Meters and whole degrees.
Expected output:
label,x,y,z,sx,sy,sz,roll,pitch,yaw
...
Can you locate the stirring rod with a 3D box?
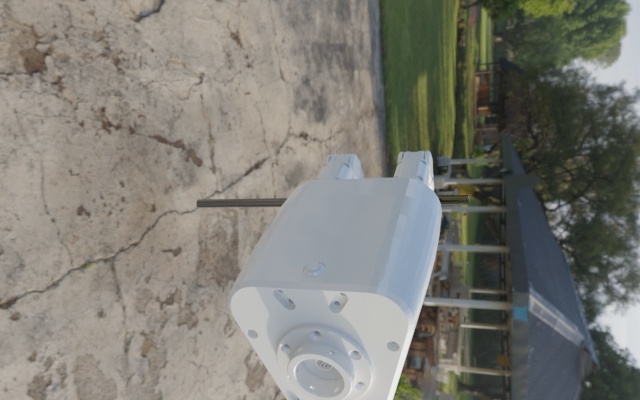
label,x,y,z,sx,sy,sz,roll,pitch,yaw
stirring rod,0.000,0.001,0.406,0.239,0.011,0.011,-1,0,19
